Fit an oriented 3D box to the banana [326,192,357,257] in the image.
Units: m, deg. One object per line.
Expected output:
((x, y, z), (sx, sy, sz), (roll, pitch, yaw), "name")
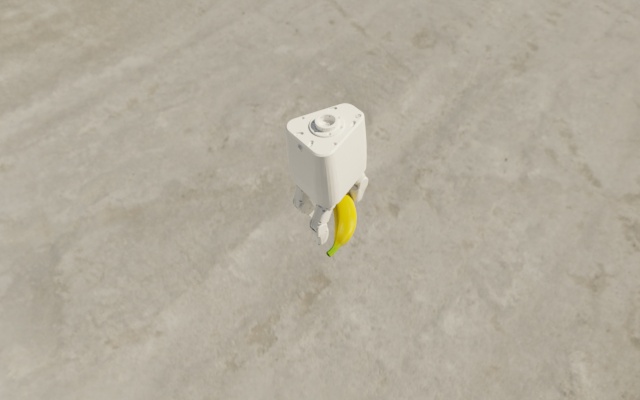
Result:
((0.019, 0.000, 0.820), (0.069, 0.197, 0.037), (-15, -38, -3), "banana")
